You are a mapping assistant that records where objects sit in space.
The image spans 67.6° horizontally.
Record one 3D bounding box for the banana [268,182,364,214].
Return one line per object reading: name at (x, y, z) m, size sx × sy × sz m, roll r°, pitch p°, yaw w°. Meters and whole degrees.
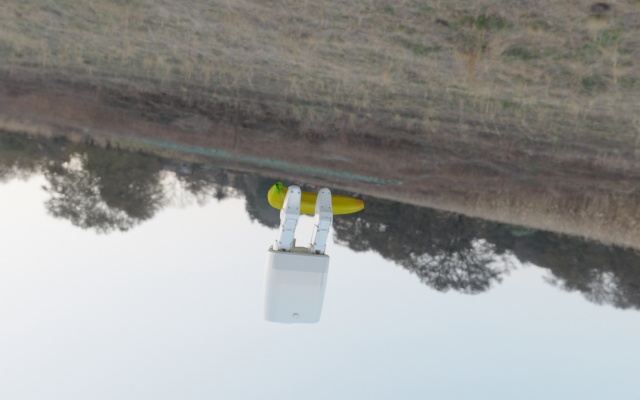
banana at (-0.015, 0.002, 0.772) m, size 0.069 × 0.037 × 0.198 m, roll -1°, pitch -7°, yaw 45°
